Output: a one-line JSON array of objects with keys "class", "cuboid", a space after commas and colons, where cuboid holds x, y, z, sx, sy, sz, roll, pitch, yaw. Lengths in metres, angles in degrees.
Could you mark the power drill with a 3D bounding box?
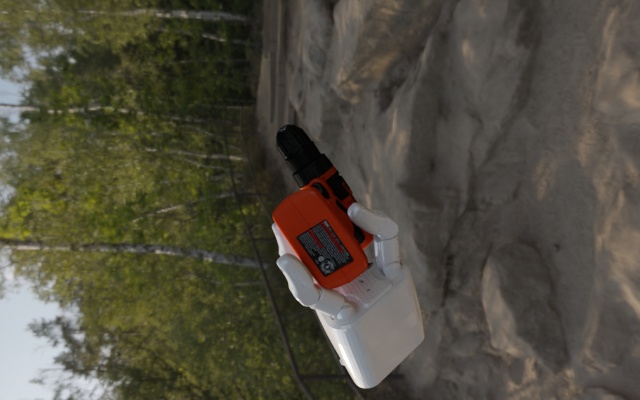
[{"class": "power drill", "cuboid": [0.000, 0.002, 0.536, 0.057, 0.184, 0.187, -34, 10, 14]}]
